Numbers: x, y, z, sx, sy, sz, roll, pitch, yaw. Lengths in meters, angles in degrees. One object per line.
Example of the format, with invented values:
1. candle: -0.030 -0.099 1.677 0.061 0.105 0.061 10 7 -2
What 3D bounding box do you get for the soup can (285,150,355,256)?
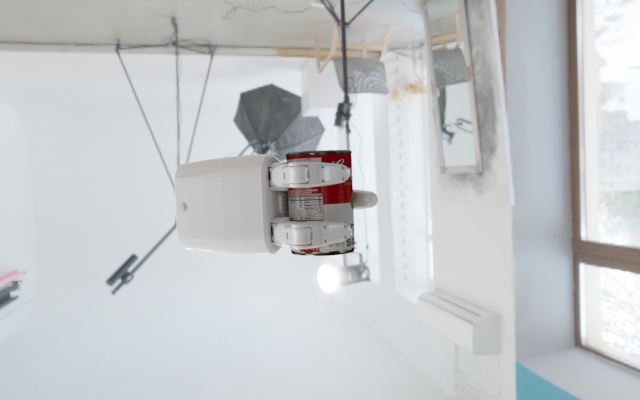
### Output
1. soup can: 0.001 0.002 0.487 0.068 0.102 0.068 -2 2 0
